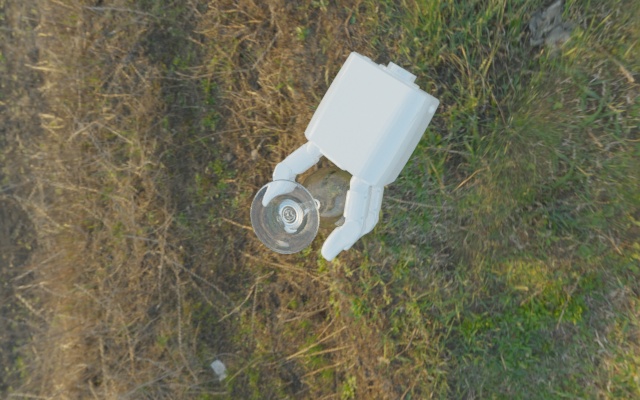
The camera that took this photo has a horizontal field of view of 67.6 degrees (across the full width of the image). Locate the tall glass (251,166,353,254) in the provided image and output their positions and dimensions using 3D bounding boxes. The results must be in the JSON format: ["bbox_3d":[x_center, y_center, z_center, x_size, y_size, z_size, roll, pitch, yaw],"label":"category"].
[{"bbox_3d":[0.000,0.002,0.559,0.079,0.079,0.201,0,8,21],"label":"tall glass"}]
